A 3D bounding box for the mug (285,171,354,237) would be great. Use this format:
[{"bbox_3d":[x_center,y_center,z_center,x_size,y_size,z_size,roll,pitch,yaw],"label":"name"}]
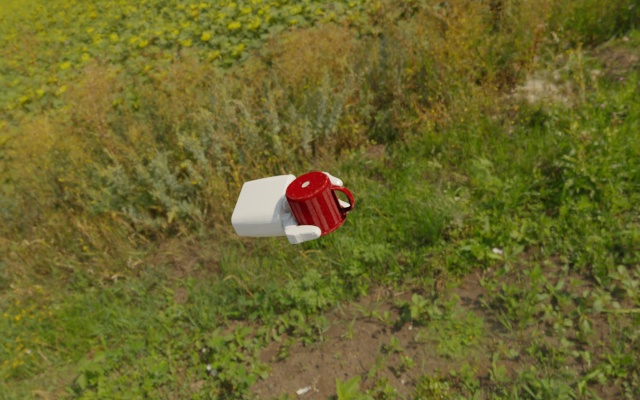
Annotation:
[{"bbox_3d":[0.001,0.002,0.821,0.117,0.081,0.093,-7,36,25],"label":"mug"}]
